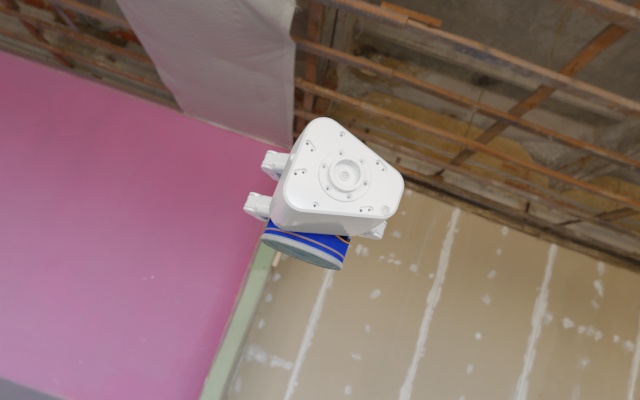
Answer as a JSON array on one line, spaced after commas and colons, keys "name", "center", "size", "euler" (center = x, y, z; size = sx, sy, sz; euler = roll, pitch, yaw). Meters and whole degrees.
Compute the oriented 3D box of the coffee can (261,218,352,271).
[{"name": "coffee can", "center": [0.000, 0.002, 0.584], "size": [0.103, 0.140, 0.103], "euler": [19, -14, 5]}]
